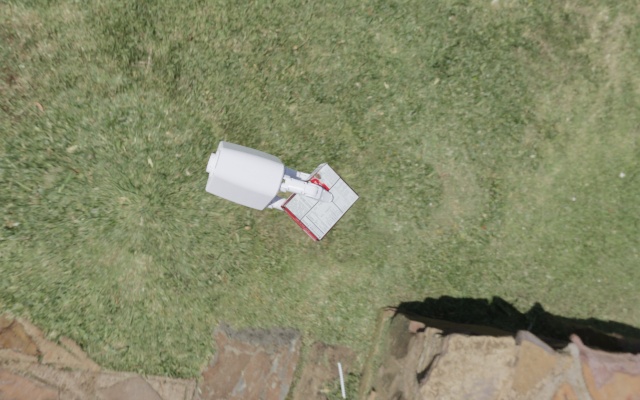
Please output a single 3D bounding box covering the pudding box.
[{"bbox_3d":[0.000,0.003,0.838,0.090,0.113,0.039,46,-13,-10],"label":"pudding box"}]
